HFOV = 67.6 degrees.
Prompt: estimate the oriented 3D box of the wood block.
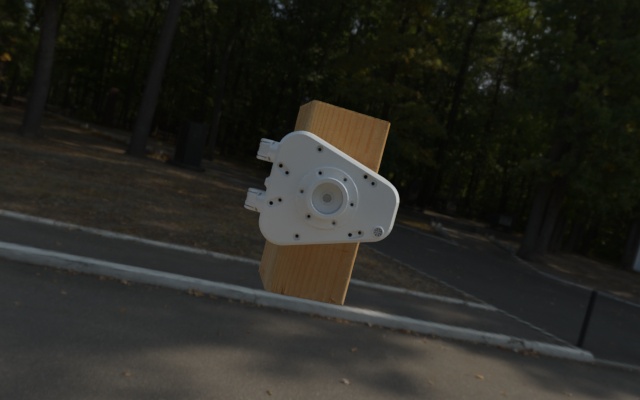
[{"bbox_3d":[0.000,0.002,0.547,0.091,0.206,0.090,14,3,-13],"label":"wood block"}]
